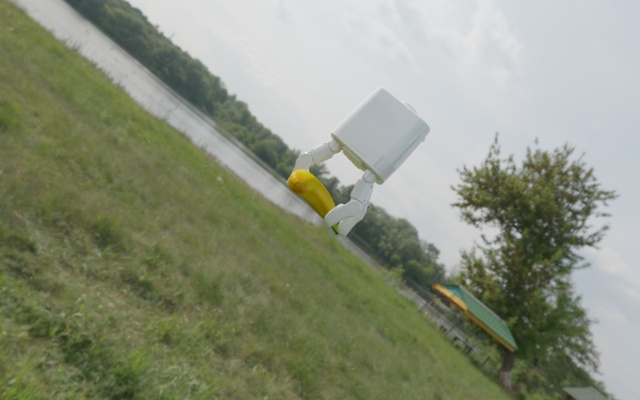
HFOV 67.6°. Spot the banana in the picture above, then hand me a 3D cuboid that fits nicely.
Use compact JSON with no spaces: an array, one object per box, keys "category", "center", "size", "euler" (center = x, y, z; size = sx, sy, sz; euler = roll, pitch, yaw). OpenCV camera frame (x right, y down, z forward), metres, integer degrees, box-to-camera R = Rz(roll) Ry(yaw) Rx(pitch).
[{"category":"banana","center":[-0.009,-0.009,0.707],"size":[0.037,0.069,0.198],"euler":[-41,-28,2]}]
